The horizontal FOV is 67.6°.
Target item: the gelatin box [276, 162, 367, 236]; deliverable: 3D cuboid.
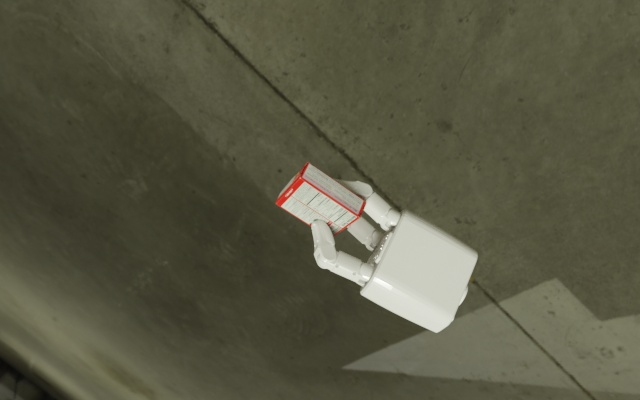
[{"bbox_3d":[0.000,0.002,0.586,0.089,0.030,0.073,33,-37,-11],"label":"gelatin box"}]
